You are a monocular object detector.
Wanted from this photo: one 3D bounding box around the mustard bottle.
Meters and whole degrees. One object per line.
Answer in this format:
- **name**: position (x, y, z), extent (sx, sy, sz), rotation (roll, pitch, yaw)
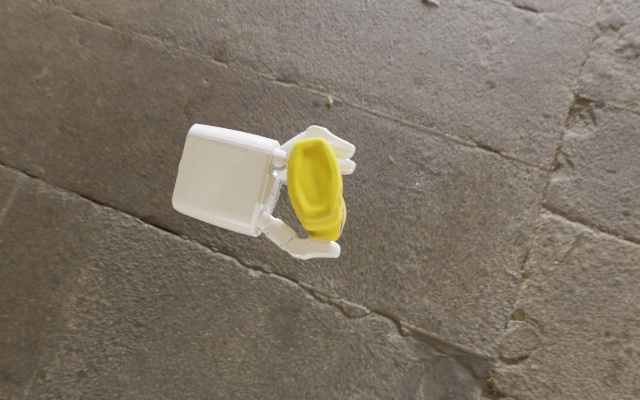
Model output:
- **mustard bottle**: position (0.000, 0.002, 0.583), extent (0.058, 0.096, 0.192), rotation (-9, -16, 2)
